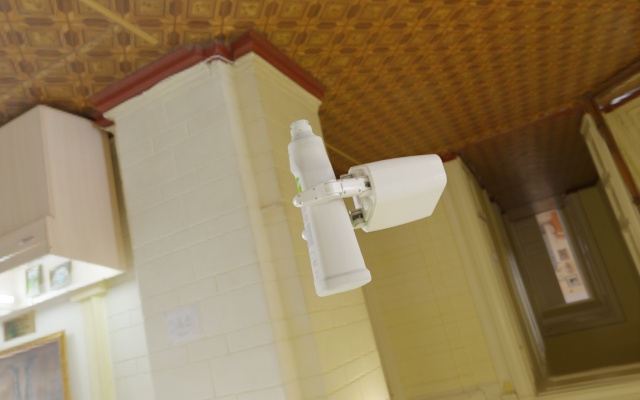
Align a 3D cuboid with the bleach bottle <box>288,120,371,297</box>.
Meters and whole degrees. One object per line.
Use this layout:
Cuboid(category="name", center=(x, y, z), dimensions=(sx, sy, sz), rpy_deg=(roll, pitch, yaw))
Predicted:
Cuboid(category="bleach bottle", center=(0.000, 0.002, 0.668), dimensions=(0.068, 0.250, 0.102), rpy_deg=(-11, -14, -13))
